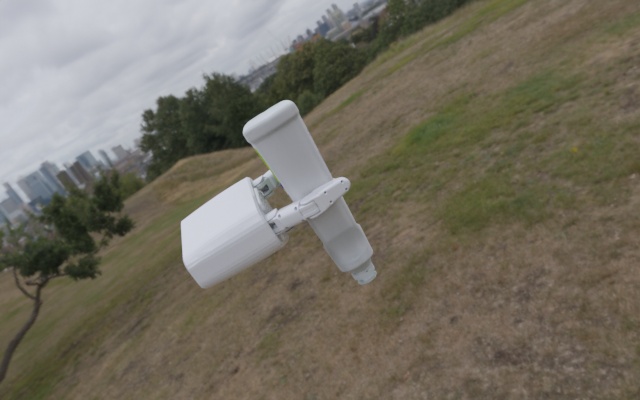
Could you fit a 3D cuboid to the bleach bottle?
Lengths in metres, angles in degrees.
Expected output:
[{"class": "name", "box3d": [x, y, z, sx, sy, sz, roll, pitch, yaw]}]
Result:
[{"class": "bleach bottle", "box3d": [0.000, 0.002, 0.586, 0.068, 0.251, 0.102, -32, 17, 1]}]
